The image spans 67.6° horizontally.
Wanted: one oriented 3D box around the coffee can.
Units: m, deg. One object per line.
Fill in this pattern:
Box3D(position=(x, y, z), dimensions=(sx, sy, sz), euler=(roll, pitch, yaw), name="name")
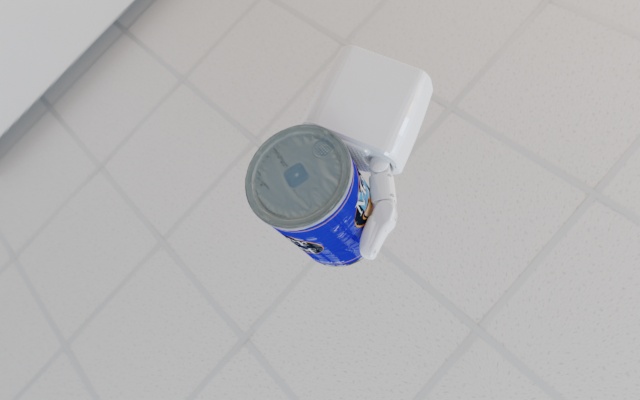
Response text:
Box3D(position=(0.000, 0.002, 0.488), dimensions=(0.103, 0.102, 0.140), euler=(0, -21, 20), name="coffee can")
